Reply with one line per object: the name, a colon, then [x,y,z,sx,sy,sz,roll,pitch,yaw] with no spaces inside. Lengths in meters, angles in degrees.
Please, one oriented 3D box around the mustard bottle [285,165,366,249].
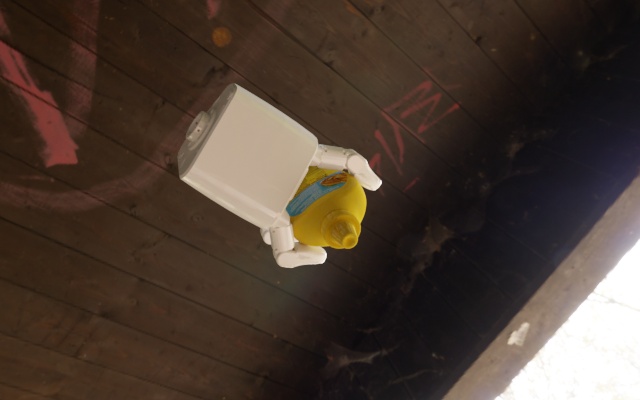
mustard bottle: [0.000,0.002,0.556,0.096,0.058,0.191,-32,29,-3]
